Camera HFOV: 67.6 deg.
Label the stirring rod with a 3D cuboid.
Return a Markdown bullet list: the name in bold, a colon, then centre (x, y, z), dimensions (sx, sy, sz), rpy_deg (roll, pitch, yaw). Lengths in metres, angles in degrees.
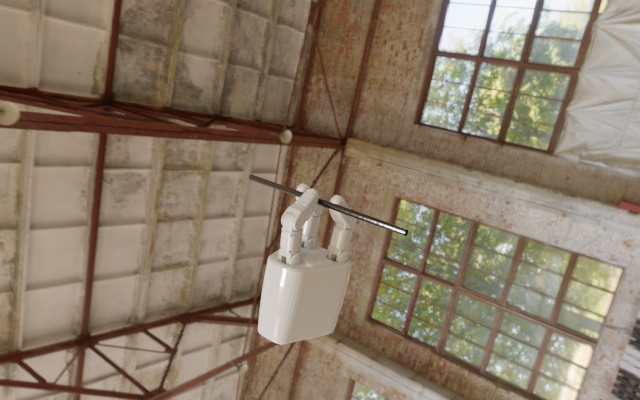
- **stirring rod**: centre (0.000, 0.002, 0.600), dimensions (0.239, 0.011, 0.011), rpy_deg (20, 10, 31)
